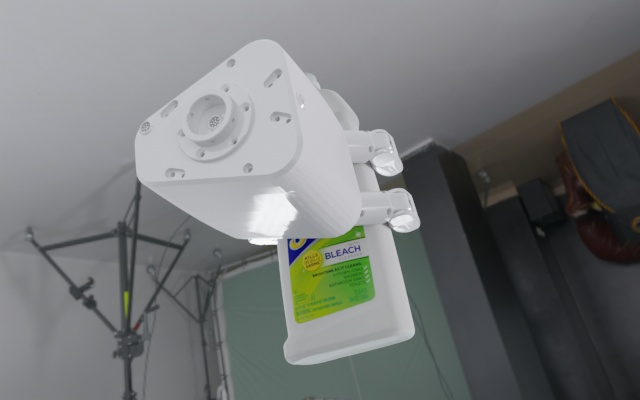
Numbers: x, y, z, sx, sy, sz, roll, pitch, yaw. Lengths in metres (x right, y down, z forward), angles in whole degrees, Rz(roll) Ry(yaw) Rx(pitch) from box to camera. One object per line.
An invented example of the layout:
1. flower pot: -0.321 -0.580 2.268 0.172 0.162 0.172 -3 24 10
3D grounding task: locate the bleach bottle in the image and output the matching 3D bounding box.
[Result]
1. bleach bottle: 0.000 0.001 0.410 0.102 0.250 0.068 -19 -24 14
